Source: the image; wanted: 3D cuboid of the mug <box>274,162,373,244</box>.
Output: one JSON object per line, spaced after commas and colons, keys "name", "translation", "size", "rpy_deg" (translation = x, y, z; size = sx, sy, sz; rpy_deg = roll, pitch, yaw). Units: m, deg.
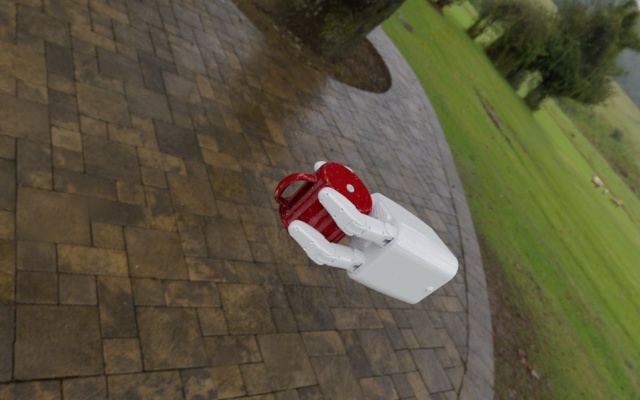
{"name": "mug", "translation": [-0.001, 0.001, 0.580], "size": [0.117, 0.093, 0.081], "rpy_deg": [29, -57, -28]}
